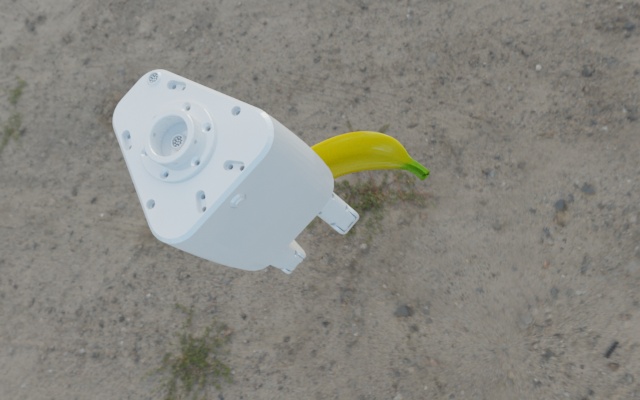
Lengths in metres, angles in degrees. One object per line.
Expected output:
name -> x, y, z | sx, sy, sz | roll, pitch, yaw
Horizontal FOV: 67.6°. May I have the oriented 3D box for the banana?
banana -> -0.003, -0.017, 0.449 | 0.198, 0.069, 0.037 | -23, -17, 10
